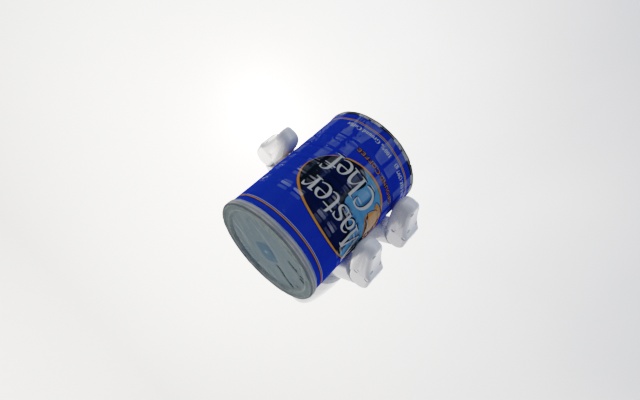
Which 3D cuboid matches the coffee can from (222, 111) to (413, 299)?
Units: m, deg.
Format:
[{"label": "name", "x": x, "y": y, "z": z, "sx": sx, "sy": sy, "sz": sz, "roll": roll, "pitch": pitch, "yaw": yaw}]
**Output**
[{"label": "coffee can", "x": 0.000, "y": 0.001, "z": 0.422, "sx": 0.140, "sy": 0.103, "sz": 0.103, "roll": -43, "pitch": 23, "yaw": -27}]
